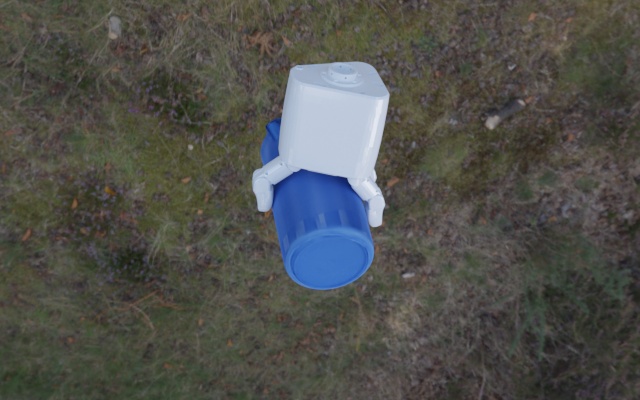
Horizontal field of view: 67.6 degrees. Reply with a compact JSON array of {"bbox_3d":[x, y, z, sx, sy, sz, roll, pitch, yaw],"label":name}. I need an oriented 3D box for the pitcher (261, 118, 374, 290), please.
[{"bbox_3d":[0.000,0.002,0.650,0.149,0.145,0.242,1,40,-13],"label":"pitcher"}]
